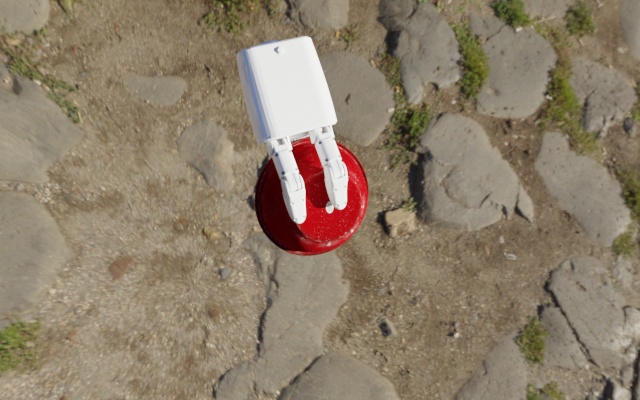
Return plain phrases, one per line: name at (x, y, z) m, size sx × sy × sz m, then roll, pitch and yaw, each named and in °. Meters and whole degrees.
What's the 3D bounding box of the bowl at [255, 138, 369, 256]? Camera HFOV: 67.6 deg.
bowl at (0.001, 0.003, 0.614) m, size 0.162 × 0.162 × 0.055 m, roll 0°, pitch 12°, yaw -22°
